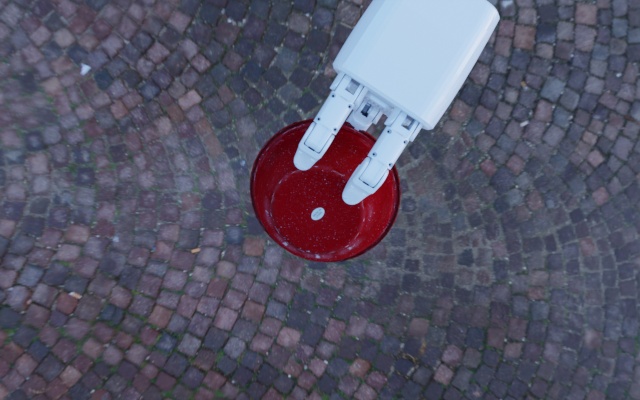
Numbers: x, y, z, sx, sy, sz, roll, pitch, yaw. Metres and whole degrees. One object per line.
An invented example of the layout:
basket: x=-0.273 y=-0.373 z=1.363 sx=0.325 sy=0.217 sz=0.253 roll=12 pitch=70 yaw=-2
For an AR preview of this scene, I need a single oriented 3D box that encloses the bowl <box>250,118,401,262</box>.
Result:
bowl: x=0.000 y=0.003 z=0.483 sx=0.162 sy=0.162 sz=0.055 roll=0 pitch=20 yaw=8
